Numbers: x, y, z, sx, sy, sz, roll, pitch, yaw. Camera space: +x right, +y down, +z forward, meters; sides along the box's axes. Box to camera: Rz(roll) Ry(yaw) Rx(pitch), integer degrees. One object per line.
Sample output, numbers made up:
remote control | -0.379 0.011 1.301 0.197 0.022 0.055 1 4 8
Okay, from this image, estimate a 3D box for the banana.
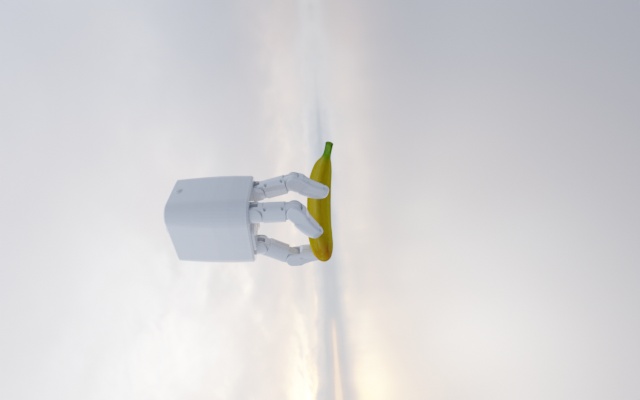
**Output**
banana | -0.001 0.010 0.686 0.037 0.197 0.070 2 -34 -3
